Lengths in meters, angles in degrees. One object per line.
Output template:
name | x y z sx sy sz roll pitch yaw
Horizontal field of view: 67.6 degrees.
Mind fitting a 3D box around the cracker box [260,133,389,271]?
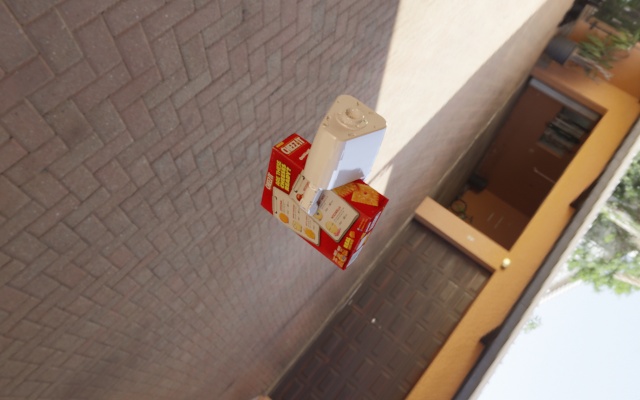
cracker box | 0.000 0.003 0.872 0.213 0.164 0.072 37 50 15
